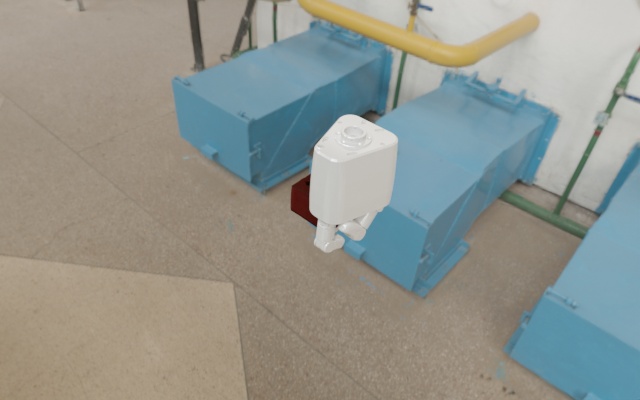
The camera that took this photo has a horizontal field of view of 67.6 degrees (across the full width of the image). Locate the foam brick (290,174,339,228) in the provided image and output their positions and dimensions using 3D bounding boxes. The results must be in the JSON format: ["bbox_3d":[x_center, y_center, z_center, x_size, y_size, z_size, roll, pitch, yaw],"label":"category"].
[{"bbox_3d":[0.000,0.002,0.714,0.078,0.051,0.053,32,50,29],"label":"foam brick"}]
